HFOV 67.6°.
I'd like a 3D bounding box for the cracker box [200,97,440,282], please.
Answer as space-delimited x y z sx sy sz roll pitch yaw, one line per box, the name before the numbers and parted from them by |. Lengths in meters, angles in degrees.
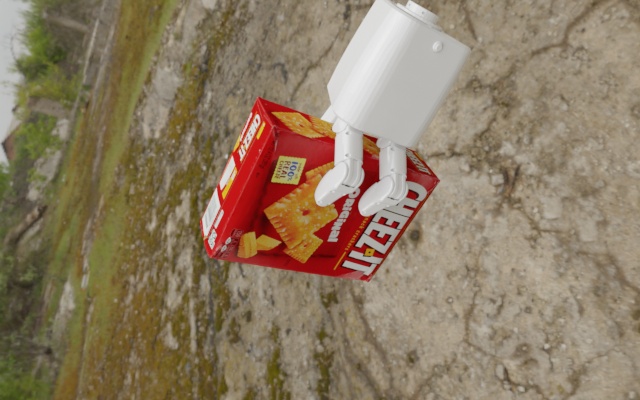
cracker box | 0.000 0.002 0.524 0.214 0.164 0.072 14 30 -31
